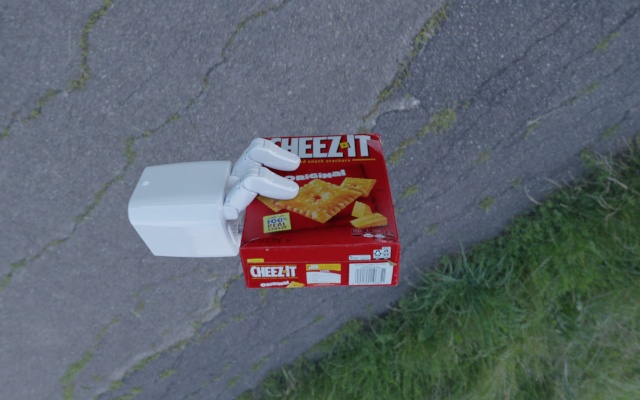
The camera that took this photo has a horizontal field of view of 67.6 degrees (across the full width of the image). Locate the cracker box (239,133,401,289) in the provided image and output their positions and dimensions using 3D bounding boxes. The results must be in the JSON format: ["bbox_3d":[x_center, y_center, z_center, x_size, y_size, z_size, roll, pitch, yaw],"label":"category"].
[{"bbox_3d":[0.000,0.002,0.568,0.164,0.072,0.213,-1,40,1],"label":"cracker box"}]
